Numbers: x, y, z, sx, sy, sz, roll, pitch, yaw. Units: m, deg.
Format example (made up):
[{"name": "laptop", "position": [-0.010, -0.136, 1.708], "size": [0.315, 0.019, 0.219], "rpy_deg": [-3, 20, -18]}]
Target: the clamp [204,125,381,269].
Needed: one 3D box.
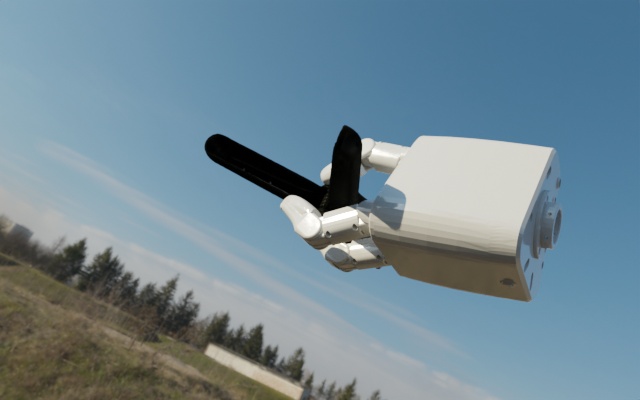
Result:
[{"name": "clamp", "position": [0.001, 0.001, 0.441], "size": [0.164, 0.036, 0.210], "rpy_deg": [9, -27, 36]}]
